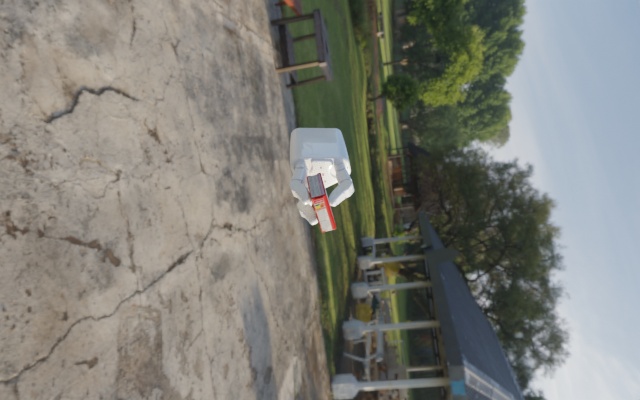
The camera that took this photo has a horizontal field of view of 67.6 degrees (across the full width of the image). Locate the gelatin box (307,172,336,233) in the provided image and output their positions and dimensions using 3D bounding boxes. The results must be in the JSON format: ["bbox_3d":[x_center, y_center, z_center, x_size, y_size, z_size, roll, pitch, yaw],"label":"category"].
[{"bbox_3d":[0.001,0.003,0.852,0.030,0.073,0.089,-16,30,1],"label":"gelatin box"}]
